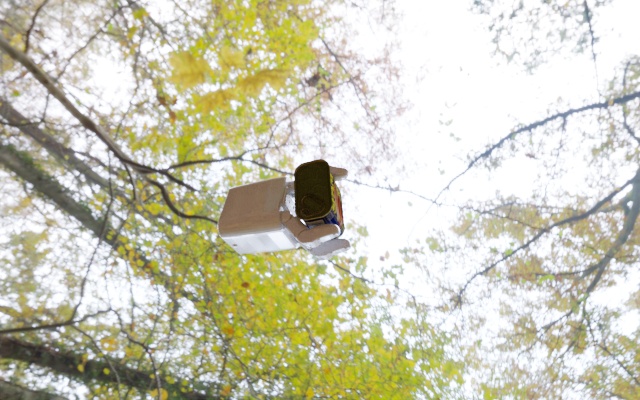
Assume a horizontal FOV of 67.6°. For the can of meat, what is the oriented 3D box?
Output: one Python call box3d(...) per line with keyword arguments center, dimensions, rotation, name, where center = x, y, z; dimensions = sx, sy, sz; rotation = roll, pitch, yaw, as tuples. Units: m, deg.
box3d(center=(0.000, 0.002, 0.736), dimensions=(0.057, 0.102, 0.084), rotation=(-12, -33, 13), name="can of meat")
